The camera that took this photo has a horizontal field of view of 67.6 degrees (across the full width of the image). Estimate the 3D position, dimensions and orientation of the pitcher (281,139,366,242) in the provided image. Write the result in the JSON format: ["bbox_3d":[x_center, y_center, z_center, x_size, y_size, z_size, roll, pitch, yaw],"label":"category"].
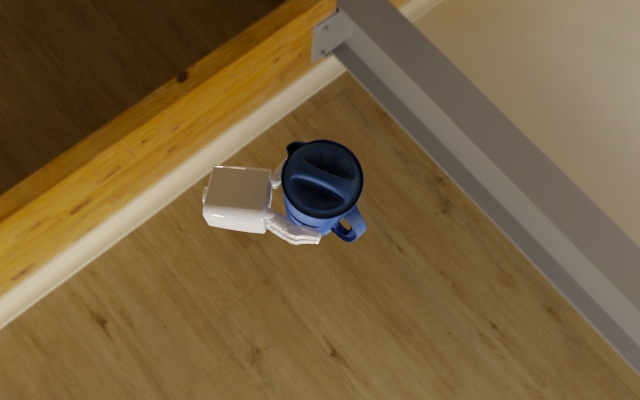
[{"bbox_3d":[0.000,0.003,0.865,0.145,0.149,0.243,5,-16,-3],"label":"pitcher"}]
